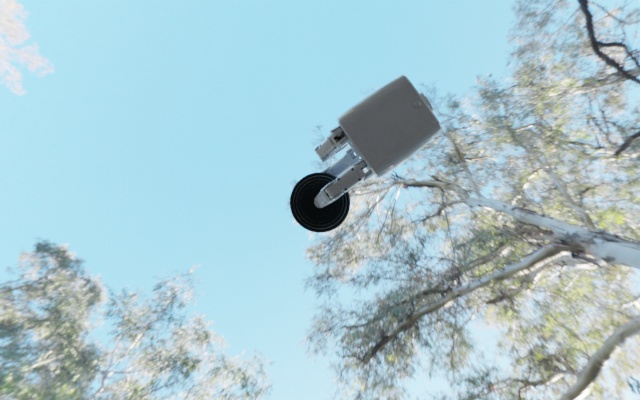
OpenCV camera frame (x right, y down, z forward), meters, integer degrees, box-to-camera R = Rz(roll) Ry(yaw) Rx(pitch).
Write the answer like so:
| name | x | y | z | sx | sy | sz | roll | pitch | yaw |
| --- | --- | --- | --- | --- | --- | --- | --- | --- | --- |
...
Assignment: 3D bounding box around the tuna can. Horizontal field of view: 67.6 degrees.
| name | x | y | z | sx | sy | sz | roll | pitch | yaw |
| --- | --- | --- | --- | --- | --- | --- | --- | --- | --- |
| tuna can | 0.000 | 0.002 | 0.689 | 0.086 | 0.086 | 0.034 | 0 | 3 | 3 |
